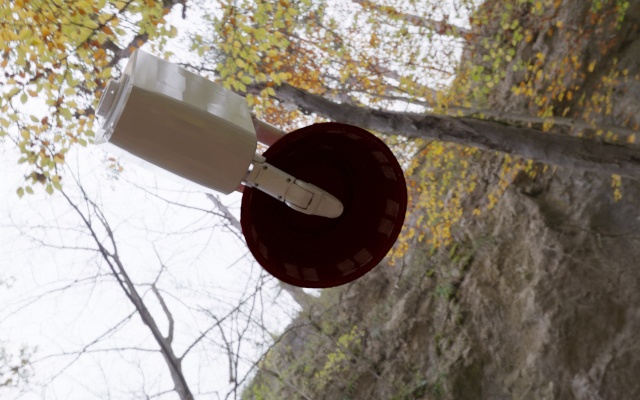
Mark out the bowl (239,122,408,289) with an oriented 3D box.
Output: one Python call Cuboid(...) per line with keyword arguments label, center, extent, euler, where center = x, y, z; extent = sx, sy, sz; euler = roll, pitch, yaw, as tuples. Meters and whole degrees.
Cuboid(label="bowl", center=(0.001, 0.002, 0.465), extent=(0.162, 0.162, 0.055), euler=(0, 16, -16))
